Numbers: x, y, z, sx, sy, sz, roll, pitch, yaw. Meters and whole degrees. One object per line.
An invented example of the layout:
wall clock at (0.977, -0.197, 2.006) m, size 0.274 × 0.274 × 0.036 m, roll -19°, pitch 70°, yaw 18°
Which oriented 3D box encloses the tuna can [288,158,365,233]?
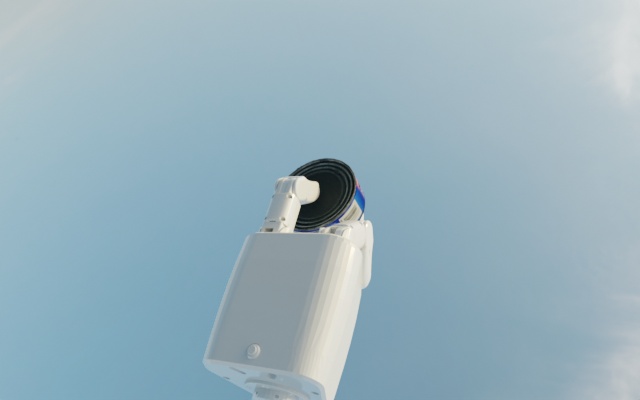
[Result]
tuna can at (0.000, 0.002, 0.473) m, size 0.086 × 0.086 × 0.034 m, roll 0°, pitch -35°, yaw 28°
